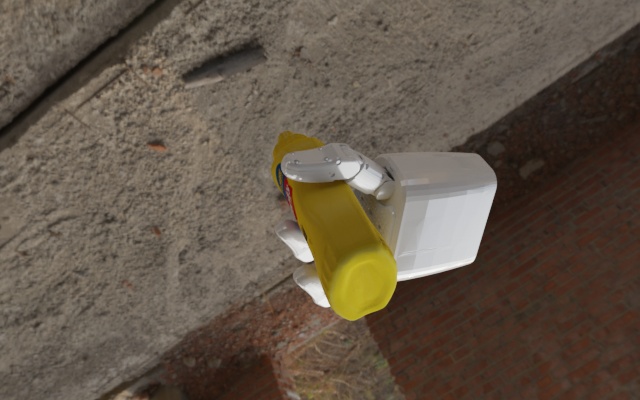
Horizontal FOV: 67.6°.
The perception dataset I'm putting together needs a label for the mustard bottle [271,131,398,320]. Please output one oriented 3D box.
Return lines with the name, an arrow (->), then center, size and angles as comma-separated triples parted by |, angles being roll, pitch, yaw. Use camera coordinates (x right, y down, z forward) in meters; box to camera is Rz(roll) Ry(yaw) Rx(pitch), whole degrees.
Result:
mustard bottle -> 0.000, 0.002, 0.415 | 0.058, 0.191, 0.096 | -22, -40, -6
